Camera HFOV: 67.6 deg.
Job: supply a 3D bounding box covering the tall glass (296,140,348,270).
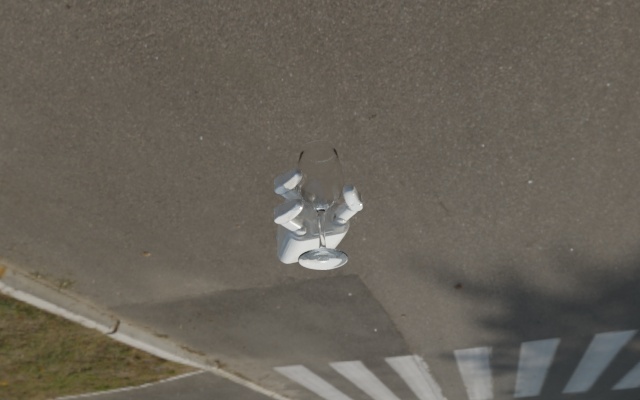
[{"bbox_3d":[0.000,0.003,0.754,0.079,0.201,0.079,-2,-31,-1],"label":"tall glass"}]
